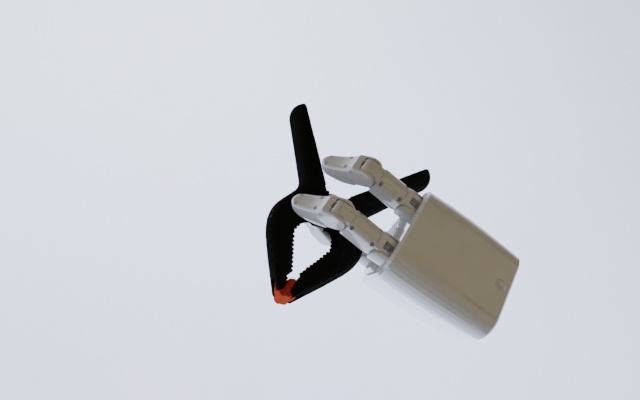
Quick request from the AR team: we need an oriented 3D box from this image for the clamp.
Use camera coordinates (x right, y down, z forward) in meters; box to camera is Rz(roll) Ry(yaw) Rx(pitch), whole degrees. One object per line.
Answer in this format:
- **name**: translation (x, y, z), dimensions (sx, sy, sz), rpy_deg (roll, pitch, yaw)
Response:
- **clamp**: translation (0.000, 0.002, 0.467), dimensions (0.164, 0.210, 0.036), rpy_deg (33, -31, 4)
